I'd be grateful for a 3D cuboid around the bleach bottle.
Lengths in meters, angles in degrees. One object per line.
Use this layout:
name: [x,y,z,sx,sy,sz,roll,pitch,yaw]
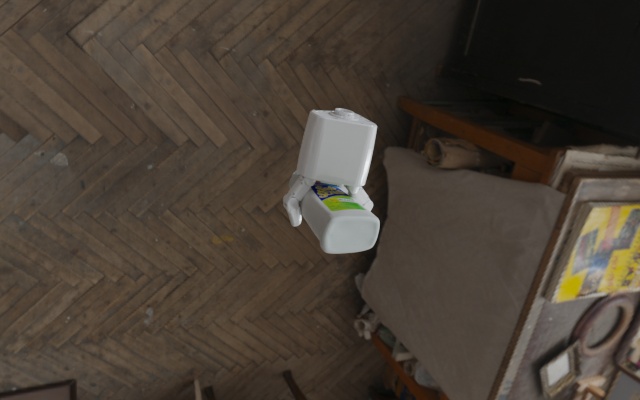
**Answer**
bleach bottle: [0.000,0.003,0.836,0.102,0.068,0.250,0,24,-26]
